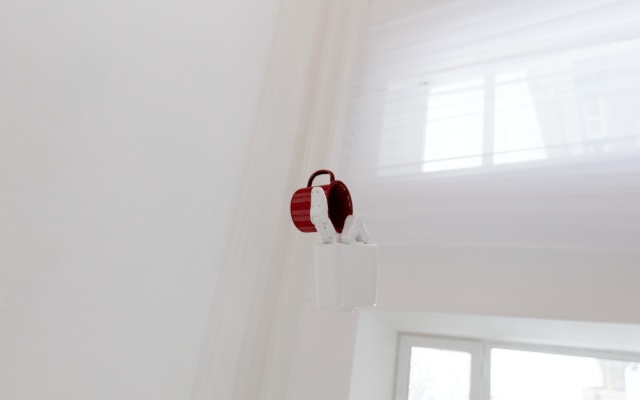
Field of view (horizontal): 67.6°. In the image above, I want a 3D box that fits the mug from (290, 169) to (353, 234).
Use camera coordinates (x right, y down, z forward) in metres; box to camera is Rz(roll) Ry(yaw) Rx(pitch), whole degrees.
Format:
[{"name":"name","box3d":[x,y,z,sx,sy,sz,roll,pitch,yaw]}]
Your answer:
[{"name":"mug","box3d":[0.000,0.001,0.843,0.081,0.117,0.093,-7,-10,31]}]
